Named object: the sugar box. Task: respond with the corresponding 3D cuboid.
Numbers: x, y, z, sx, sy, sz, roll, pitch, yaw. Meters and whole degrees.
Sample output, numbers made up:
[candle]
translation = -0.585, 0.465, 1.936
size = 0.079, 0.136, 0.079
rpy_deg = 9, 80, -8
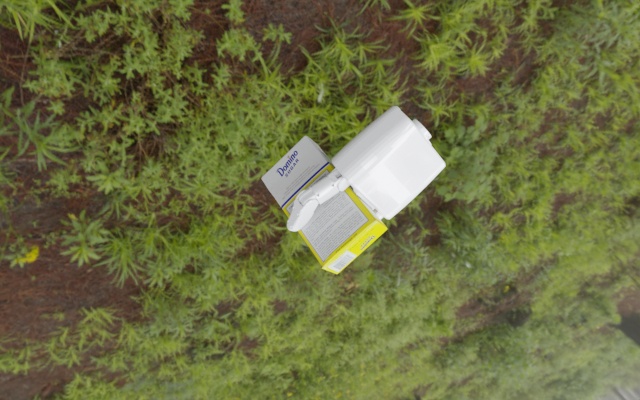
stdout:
[sugar box]
translation = 0.001, 0.002, 0.645
size = 0.048, 0.093, 0.176
rpy_deg = 35, 16, -53
